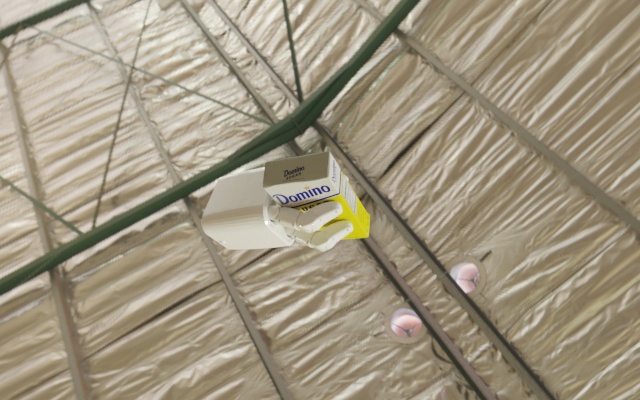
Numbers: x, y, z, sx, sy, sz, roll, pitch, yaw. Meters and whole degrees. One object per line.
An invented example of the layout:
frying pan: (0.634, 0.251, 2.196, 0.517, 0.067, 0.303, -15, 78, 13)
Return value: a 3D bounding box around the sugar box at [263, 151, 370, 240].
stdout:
sugar box: (0.000, 0.003, 0.663, 0.093, 0.048, 0.176, -8, -29, 21)
